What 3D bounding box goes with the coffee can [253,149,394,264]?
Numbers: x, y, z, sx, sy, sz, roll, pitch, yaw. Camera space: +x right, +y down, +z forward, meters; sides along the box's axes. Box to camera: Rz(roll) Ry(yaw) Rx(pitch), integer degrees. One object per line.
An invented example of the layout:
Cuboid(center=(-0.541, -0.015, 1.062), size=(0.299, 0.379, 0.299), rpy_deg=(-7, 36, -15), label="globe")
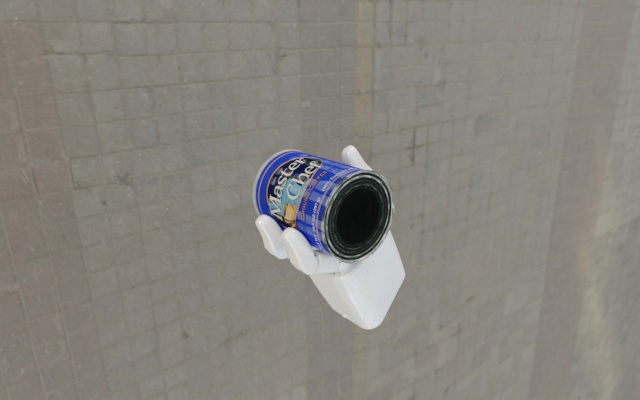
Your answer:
Cuboid(center=(0.000, 0.002, 0.557), size=(0.103, 0.103, 0.140), rpy_deg=(0, 14, -39), label="coffee can")
